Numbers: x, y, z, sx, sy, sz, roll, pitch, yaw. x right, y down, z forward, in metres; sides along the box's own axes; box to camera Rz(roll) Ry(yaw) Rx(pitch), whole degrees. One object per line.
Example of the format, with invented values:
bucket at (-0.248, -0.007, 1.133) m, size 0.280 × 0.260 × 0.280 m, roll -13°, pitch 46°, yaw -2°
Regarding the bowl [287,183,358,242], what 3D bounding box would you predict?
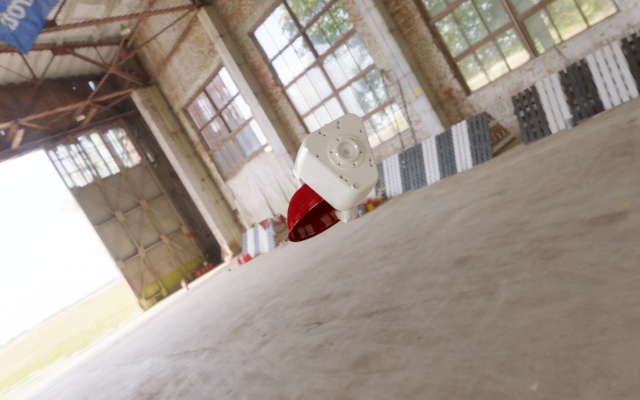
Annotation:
bowl at (0.000, 0.003, 0.817) m, size 0.162 × 0.055 × 0.162 m, roll -31°, pitch -19°, yaw -12°
